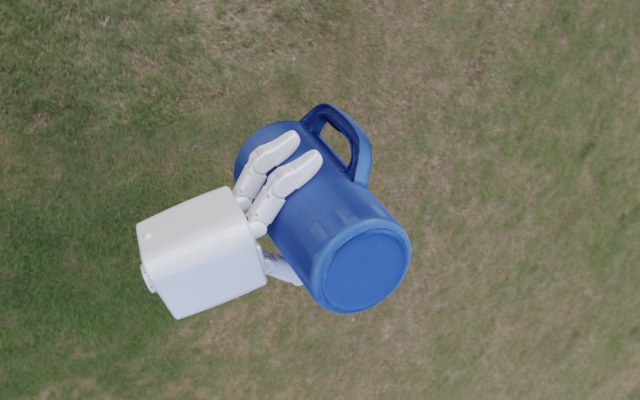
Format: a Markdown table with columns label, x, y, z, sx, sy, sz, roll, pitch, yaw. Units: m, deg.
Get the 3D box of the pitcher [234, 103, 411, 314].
| label | x | y | z | sx | sy | sz | roll | pitch | yaw |
| --- | --- | --- | --- | --- | --- | --- | --- | --- | --- |
| pitcher | 0.000 | 0.002 | 0.534 | 0.145 | 0.149 | 0.242 | -22 | 35 | -13 |
